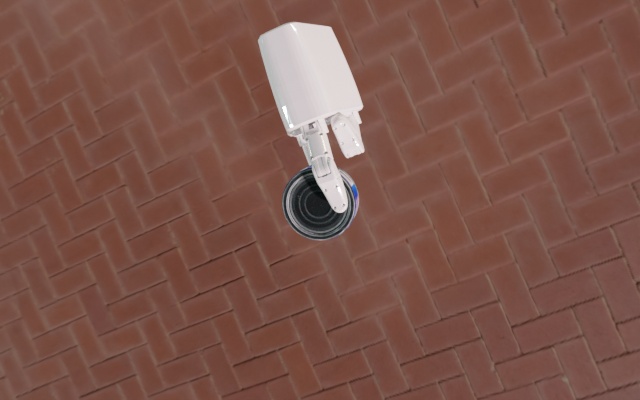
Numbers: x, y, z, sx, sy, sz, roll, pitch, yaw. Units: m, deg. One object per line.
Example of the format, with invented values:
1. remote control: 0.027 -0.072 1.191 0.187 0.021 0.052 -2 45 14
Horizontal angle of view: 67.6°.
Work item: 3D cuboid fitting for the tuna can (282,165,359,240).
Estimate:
1. tuna can: 0.000 0.002 0.547 0.086 0.086 0.033 0 11 10
